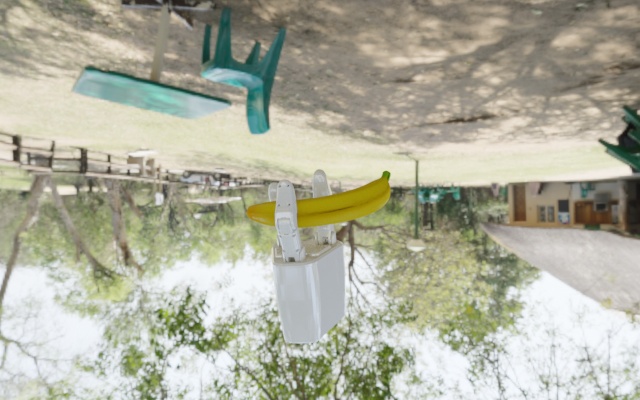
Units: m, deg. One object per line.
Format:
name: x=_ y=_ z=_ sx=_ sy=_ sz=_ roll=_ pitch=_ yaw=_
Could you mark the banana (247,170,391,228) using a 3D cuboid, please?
banana: x=0.008 y=0.006 z=0.599 sx=0.198 sy=0.037 sz=0.069 roll=-13 pitch=19 yaw=-10
